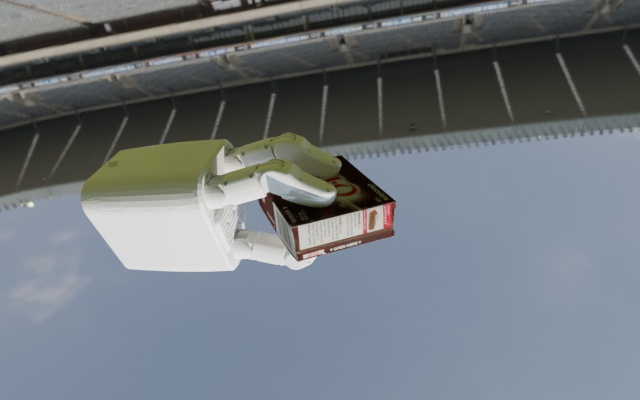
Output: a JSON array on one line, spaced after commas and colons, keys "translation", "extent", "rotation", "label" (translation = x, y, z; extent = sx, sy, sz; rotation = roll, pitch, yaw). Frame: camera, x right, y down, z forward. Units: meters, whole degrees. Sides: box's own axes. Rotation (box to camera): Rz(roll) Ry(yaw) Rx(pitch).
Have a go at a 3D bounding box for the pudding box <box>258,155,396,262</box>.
[{"translation": [0.000, 0.002, 0.417], "extent": [0.090, 0.039, 0.113], "rotation": [-14, 31, -17], "label": "pudding box"}]
